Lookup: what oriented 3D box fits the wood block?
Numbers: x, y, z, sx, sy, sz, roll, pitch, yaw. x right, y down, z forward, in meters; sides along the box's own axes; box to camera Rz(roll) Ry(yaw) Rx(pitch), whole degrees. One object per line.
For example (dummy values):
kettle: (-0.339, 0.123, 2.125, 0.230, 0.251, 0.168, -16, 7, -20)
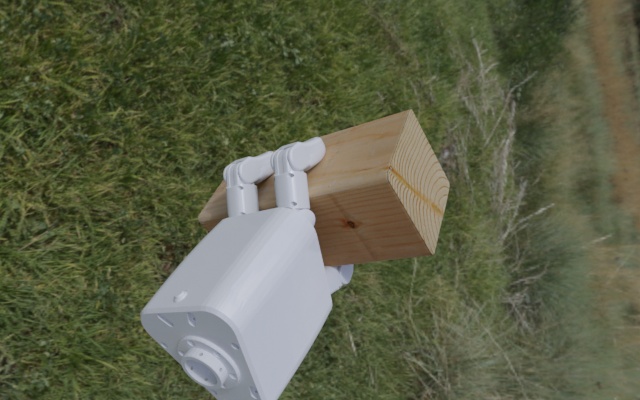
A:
wood block: (0.000, 0.002, 0.445, 0.206, 0.091, 0.090, -11, 38, 35)
